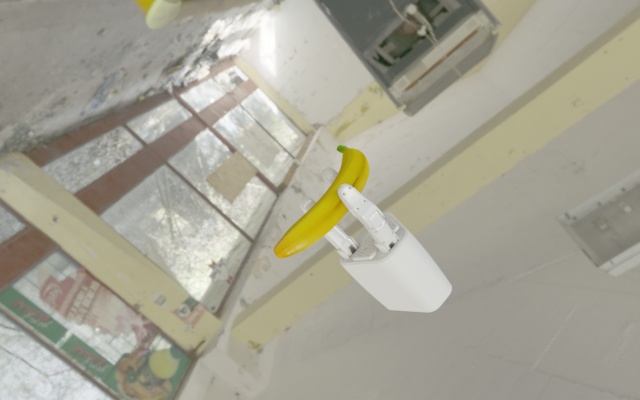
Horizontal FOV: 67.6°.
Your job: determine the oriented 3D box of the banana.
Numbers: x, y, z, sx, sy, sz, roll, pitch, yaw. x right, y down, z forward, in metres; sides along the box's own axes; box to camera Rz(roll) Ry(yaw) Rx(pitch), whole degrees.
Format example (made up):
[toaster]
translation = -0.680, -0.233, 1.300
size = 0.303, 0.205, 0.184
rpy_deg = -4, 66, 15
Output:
[banana]
translation = 0.014, -0.003, 0.589
size = 0.069, 0.037, 0.197
rpy_deg = -14, 34, 46
